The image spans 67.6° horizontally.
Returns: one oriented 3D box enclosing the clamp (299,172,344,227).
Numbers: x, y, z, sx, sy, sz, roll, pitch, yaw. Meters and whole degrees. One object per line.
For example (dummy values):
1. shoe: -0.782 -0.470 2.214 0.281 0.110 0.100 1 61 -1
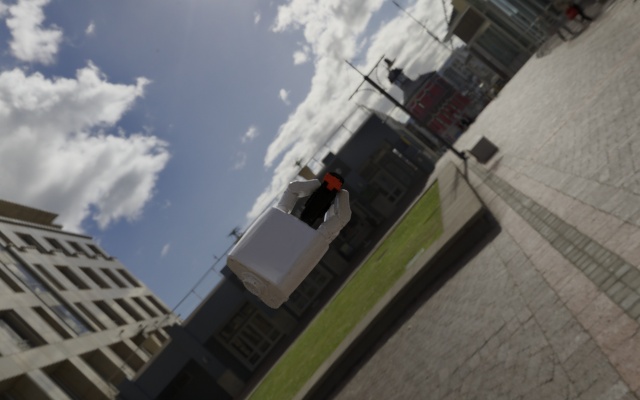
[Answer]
1. clamp: -0.001 0.002 0.783 0.036 0.164 0.210 36 -32 2
